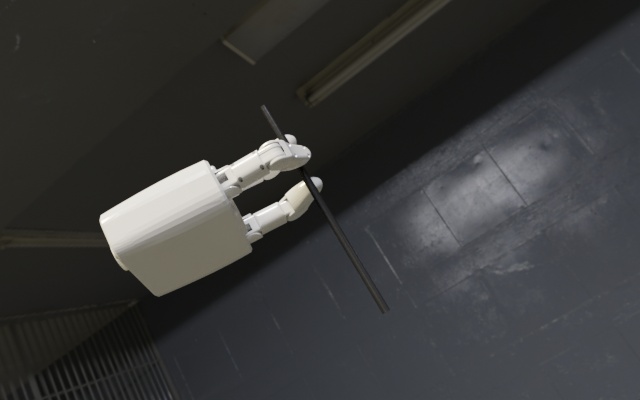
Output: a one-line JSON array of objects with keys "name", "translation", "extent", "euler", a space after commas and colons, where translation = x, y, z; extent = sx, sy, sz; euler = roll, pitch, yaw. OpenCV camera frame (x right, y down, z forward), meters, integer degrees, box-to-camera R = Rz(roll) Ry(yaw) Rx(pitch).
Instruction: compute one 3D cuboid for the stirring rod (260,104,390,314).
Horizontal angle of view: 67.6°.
[{"name": "stirring rod", "translation": [0.000, 0.002, 0.464], "extent": [0.011, 0.239, 0.011], "euler": [-28, -16, -9]}]
